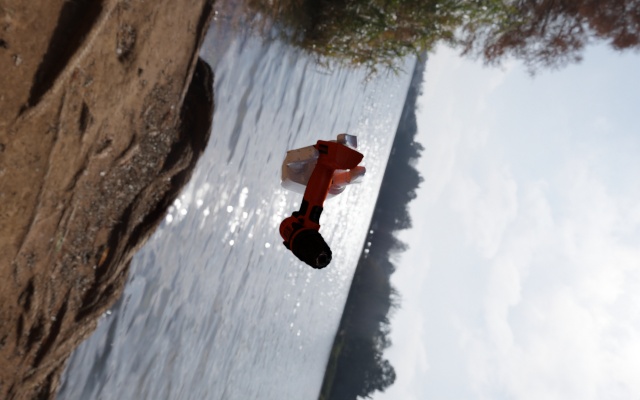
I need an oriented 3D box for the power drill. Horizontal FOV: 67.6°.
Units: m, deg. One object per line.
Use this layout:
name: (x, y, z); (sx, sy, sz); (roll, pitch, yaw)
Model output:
power drill: (0.000, 0.002, 0.744); (0.057, 0.187, 0.184); (23, 3, -23)
